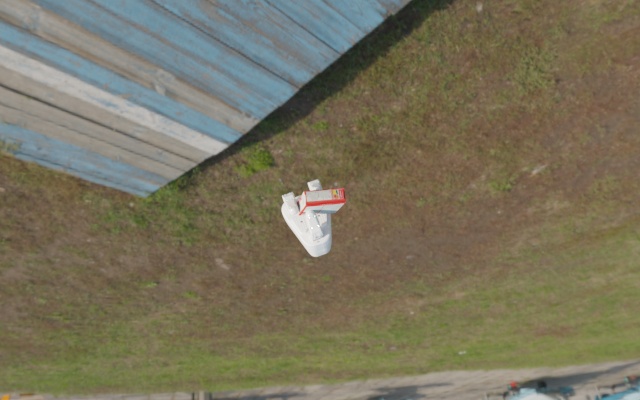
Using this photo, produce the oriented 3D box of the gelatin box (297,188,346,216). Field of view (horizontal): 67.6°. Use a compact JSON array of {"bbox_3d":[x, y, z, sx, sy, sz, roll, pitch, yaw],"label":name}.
[{"bbox_3d":[0.000,0.003,0.866,0.073,0.030,0.089,-5,-13,-12],"label":"gelatin box"}]
